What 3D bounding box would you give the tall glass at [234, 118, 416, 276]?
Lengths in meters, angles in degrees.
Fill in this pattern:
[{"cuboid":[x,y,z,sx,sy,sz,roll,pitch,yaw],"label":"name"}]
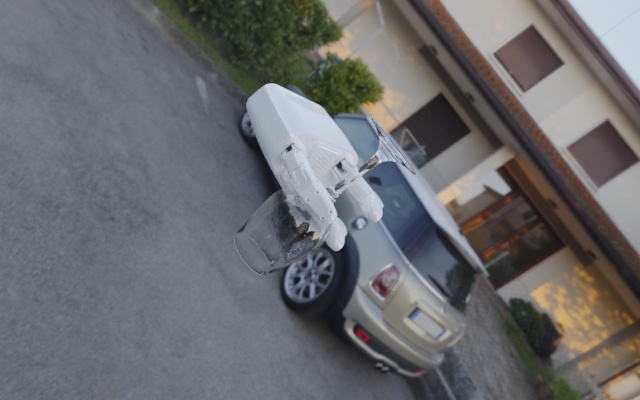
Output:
[{"cuboid":[0.001,0.001,0.521,0.201,0.079,0.079,-38,-9,12],"label":"tall glass"}]
